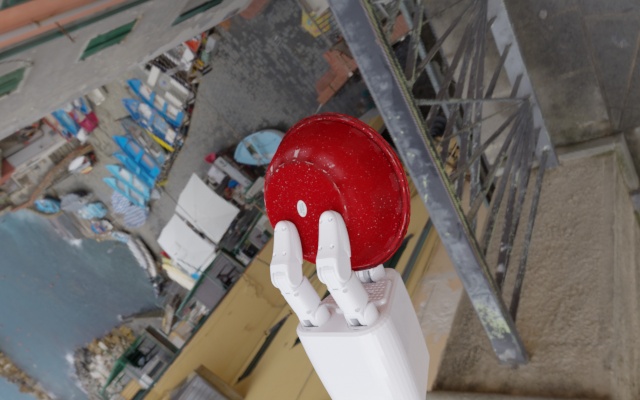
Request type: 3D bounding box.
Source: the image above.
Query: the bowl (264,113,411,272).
[{"bbox_3d":[-0.001,0.000,0.450,0.162,0.162,0.055,0,16,36],"label":"bowl"}]
